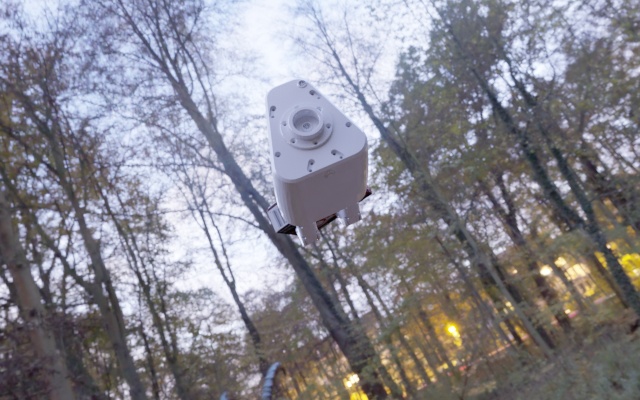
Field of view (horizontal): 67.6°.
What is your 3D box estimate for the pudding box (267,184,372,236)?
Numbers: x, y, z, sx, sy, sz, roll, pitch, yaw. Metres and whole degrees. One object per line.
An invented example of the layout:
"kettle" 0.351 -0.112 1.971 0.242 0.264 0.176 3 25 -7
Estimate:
"pudding box" 0.000 0.002 0.613 0.113 0.039 0.090 -34 -21 19
